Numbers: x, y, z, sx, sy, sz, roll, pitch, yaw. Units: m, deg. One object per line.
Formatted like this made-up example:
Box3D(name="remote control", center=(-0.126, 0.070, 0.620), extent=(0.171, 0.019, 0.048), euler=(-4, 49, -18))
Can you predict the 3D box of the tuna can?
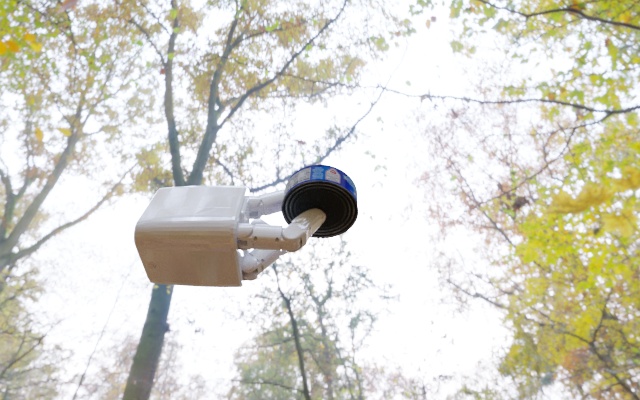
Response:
Box3D(name="tuna can", center=(0.000, 0.001, 0.540), extent=(0.086, 0.086, 0.033), euler=(0, 41, 4))
